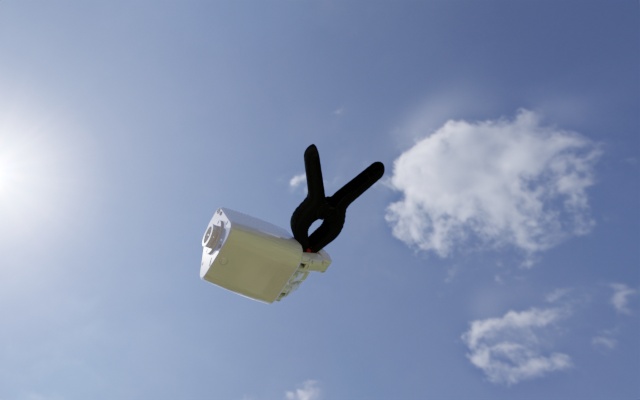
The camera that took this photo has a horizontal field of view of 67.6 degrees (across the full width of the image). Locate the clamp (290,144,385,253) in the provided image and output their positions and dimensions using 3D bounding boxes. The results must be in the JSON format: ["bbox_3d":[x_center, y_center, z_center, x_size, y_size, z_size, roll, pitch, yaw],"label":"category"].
[{"bbox_3d":[0.000,0.002,0.649,0.120,0.171,0.039,23,19,-27],"label":"clamp"}]
